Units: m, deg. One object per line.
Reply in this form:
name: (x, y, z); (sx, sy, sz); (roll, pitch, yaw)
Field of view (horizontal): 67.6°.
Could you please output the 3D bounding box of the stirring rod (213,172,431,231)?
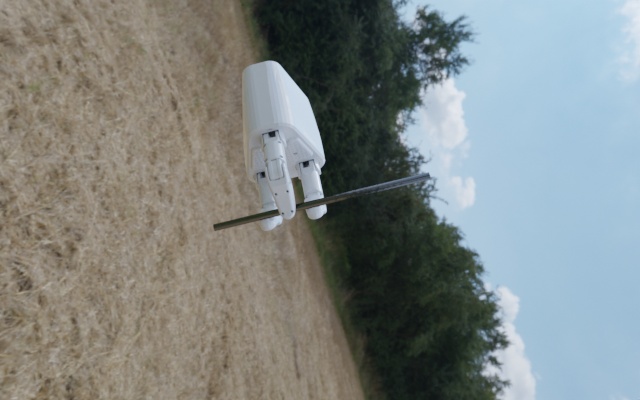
stirring rod: (0.000, 0.002, 0.518); (0.239, 0.011, 0.011); (-14, -1, 3)
